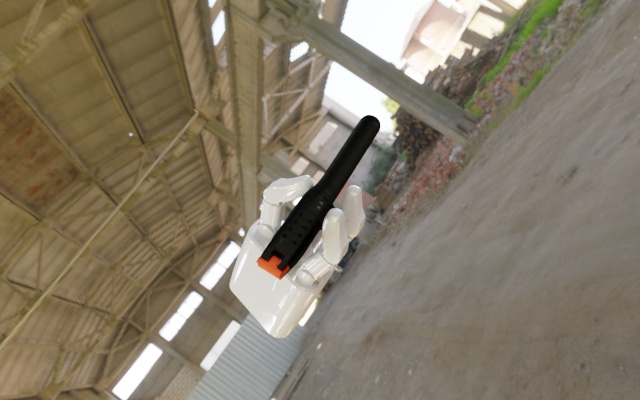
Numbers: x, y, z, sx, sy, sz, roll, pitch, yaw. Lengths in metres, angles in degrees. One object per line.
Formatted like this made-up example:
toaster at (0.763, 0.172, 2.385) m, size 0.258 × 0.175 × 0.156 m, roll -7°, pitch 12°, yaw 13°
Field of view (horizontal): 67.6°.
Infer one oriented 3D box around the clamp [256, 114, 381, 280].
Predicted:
clamp at (-0.001, 0.002, 0.517) m, size 0.036 × 0.165 × 0.210 m, roll 30°, pitch 37°, yaw 8°
